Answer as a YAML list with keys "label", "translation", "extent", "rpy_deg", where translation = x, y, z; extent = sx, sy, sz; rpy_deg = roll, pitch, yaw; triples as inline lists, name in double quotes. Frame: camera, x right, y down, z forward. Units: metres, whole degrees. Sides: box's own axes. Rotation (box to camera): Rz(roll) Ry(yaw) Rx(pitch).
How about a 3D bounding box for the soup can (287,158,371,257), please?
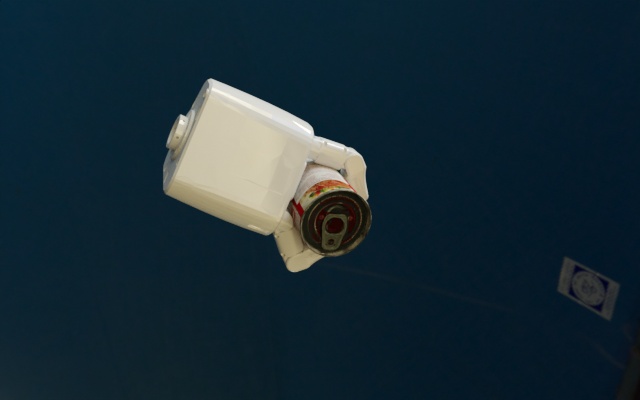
- label: "soup can"
  translation: [0.000, 0.002, 0.476]
  extent: [0.068, 0.068, 0.102]
  rpy_deg: [0, 23, -18]
